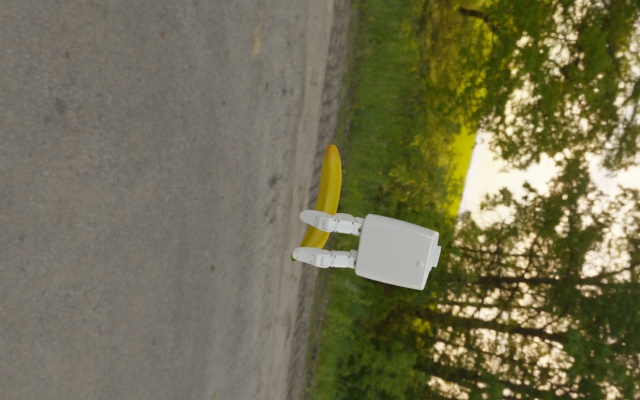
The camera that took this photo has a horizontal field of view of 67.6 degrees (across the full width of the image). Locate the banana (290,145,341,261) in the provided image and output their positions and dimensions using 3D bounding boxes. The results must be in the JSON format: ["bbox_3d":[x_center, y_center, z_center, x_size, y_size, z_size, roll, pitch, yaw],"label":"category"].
[{"bbox_3d":[0.005,0.010,0.786,0.037,0.198,0.070,14,-7,19],"label":"banana"}]
